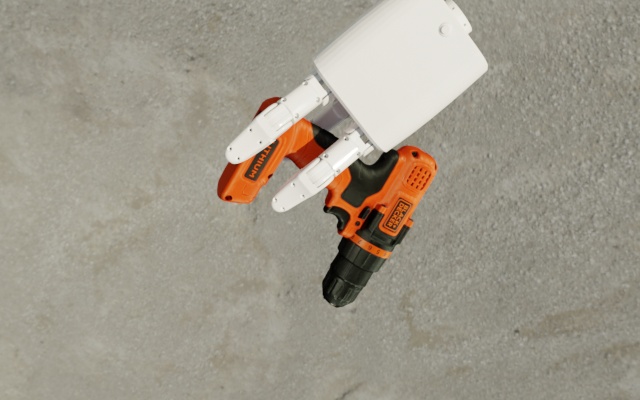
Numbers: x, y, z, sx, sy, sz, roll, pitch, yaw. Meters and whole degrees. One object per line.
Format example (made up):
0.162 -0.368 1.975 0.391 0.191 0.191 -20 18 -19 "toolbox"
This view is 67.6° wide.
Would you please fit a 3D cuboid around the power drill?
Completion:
0.000 0.001 0.463 0.188 0.184 0.057 26 8 -23 "power drill"
